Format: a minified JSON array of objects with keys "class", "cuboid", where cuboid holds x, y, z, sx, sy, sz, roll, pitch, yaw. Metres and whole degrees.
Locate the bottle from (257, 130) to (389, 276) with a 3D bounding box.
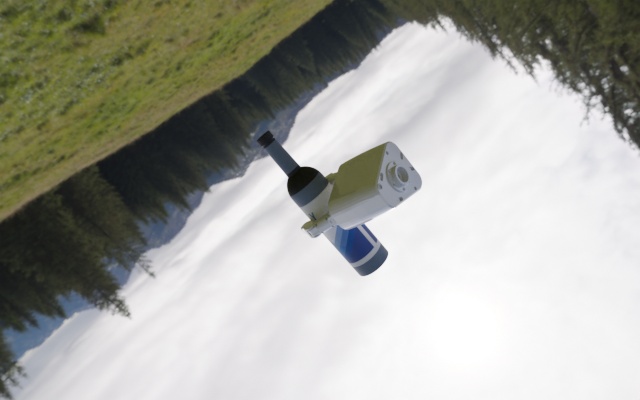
[{"class":"bottle","cuboid":[0.000,0.003,0.808,0.069,0.296,0.069,-38,14,11]}]
